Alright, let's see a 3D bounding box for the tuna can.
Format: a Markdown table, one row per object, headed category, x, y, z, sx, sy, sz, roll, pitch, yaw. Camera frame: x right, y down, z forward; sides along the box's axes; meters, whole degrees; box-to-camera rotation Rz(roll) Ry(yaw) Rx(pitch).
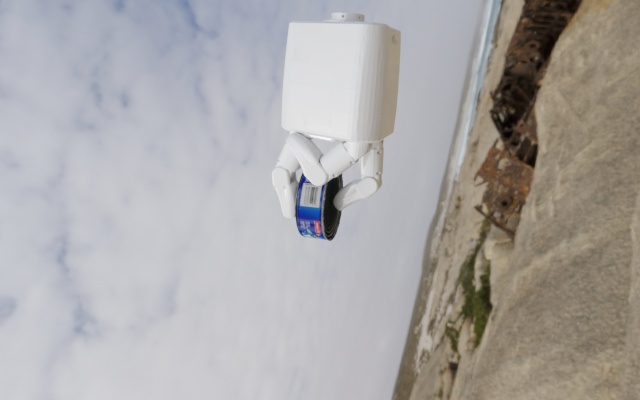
| category | x | y | z | sx | sy | sz | roll | pitch | yaw |
| --- | --- | --- | --- | --- | --- | --- | --- | --- | --- |
| tuna can | 0.000 | 0.002 | 0.546 | 0.034 | 0.086 | 0.086 | 6 | 1 | 16 |
